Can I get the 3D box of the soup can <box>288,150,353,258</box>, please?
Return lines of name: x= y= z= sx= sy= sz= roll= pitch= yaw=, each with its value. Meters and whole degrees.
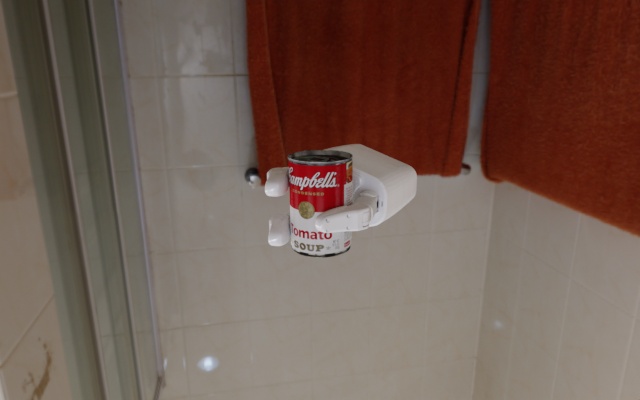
soup can: x=0.000 y=0.002 z=0.511 sx=0.068 sy=0.102 sz=0.068 roll=0 pitch=16 yaw=0
